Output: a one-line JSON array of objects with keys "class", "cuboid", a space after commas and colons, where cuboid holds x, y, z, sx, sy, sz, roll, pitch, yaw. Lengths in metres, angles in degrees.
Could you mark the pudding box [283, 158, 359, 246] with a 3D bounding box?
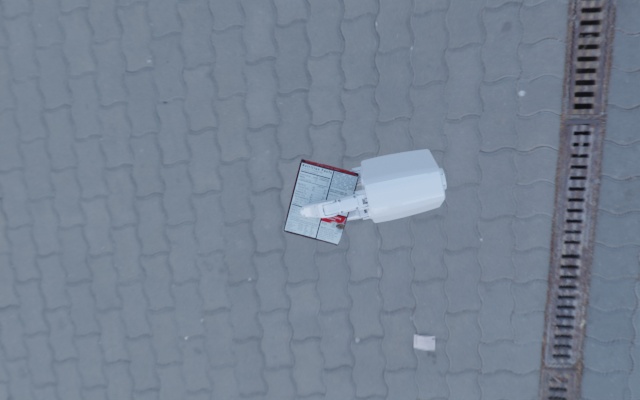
[{"class": "pudding box", "cuboid": [0.000, 0.002, 0.711, 0.090, 0.113, 0.039, 15, 9, 0]}]
